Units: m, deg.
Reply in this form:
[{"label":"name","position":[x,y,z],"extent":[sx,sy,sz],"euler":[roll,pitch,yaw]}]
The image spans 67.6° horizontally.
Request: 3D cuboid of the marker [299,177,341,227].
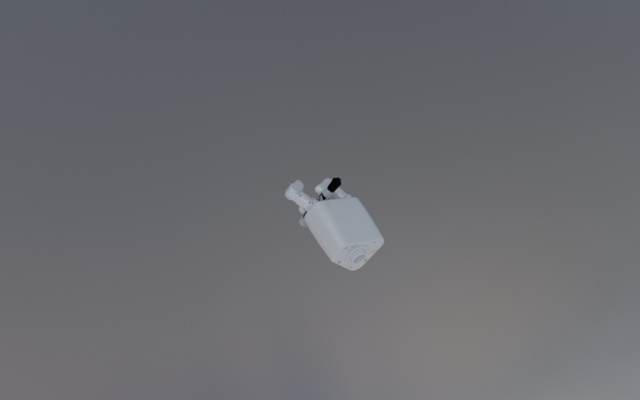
[{"label":"marker","position":[0.000,0.003,0.893],"extent":[0.020,0.020,0.121],"euler":[0,-44,-52]}]
